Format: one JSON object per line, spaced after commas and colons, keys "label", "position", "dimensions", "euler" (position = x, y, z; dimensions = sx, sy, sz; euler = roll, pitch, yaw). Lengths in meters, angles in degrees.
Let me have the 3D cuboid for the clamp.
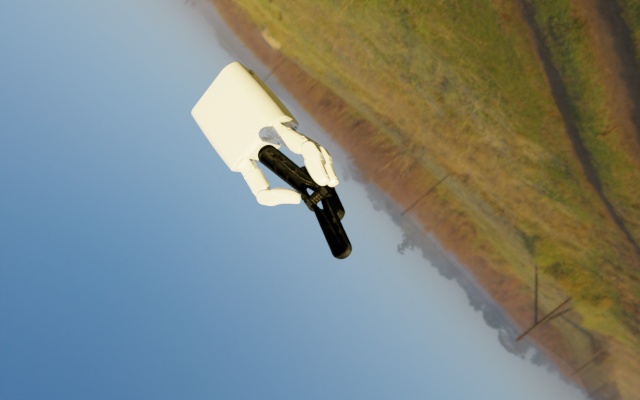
{"label": "clamp", "position": [-0.001, 0.002, 0.649], "dimensions": [0.036, 0.164, 0.210], "euler": [-37, -8, 10]}
